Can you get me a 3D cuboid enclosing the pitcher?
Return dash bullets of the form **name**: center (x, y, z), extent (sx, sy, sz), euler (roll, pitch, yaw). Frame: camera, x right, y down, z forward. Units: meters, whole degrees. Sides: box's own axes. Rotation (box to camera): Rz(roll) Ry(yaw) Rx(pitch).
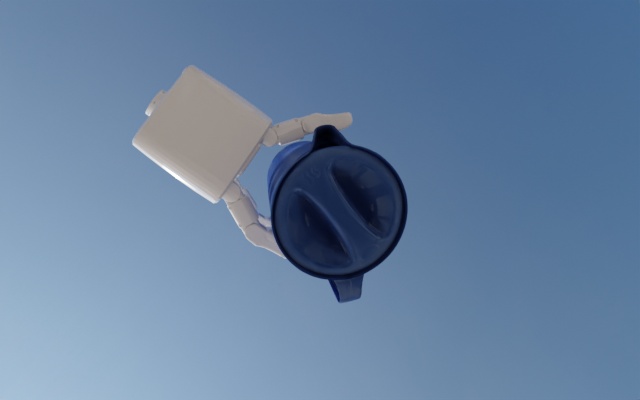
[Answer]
- **pitcher**: center (0.000, 0.002, 0.563), extent (0.145, 0.149, 0.242), euler (33, 3, -14)
